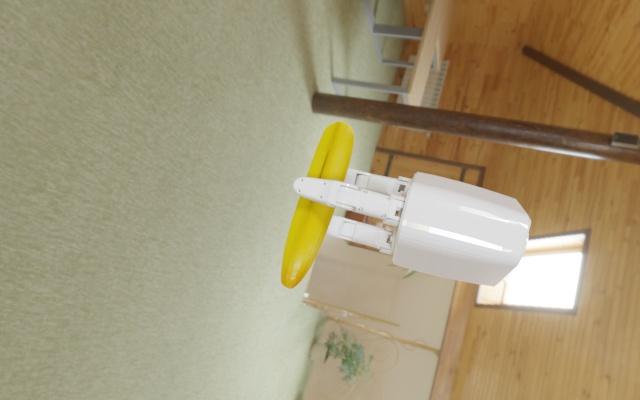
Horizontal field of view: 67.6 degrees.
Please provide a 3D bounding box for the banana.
[{"bbox_3d":[0.002,-0.010,0.478,0.037,0.197,0.070,16,-27,4],"label":"banana"}]
